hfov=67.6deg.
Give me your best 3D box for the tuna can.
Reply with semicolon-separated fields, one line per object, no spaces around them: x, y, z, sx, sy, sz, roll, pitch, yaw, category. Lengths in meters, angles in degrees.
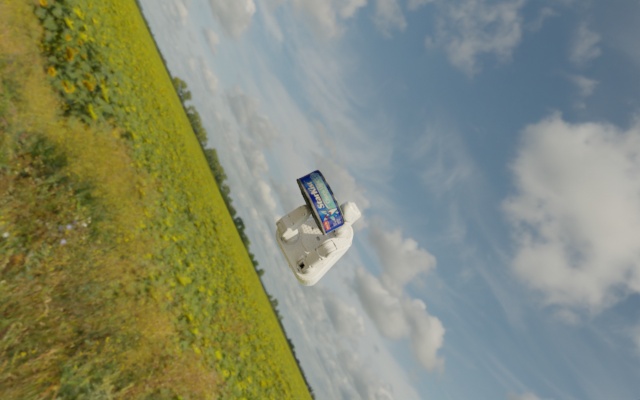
0.001;0.002;0.652;0.034;0.086;0.086;-26;2;-5;tuna can
